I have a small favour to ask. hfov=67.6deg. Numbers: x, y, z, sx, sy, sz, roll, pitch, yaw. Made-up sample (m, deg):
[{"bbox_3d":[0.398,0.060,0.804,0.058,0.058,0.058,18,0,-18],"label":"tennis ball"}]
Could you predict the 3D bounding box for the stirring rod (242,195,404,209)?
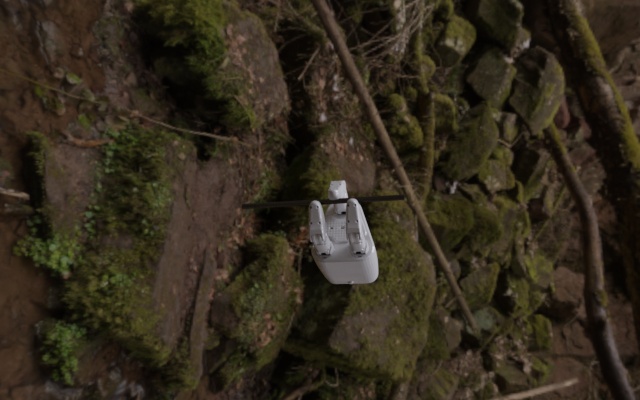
[{"bbox_3d":[0.000,0.002,0.696,0.239,0.011,0.011,-3,-1,12],"label":"stirring rod"}]
